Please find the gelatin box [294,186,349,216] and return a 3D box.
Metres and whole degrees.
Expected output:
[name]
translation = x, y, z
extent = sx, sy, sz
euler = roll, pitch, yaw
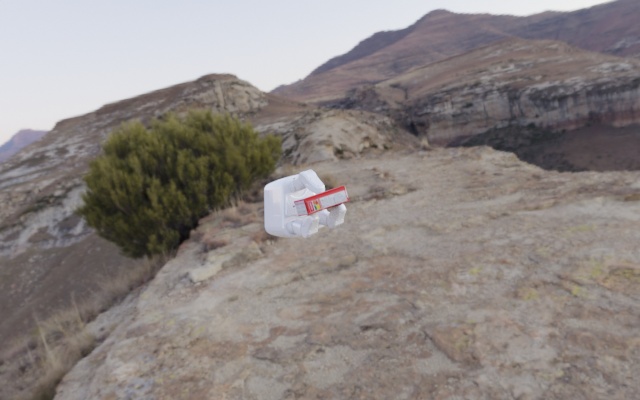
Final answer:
[gelatin box]
translation = 0.000, 0.002, 0.806
extent = 0.073, 0.030, 0.089
euler = -18, 1, -14
